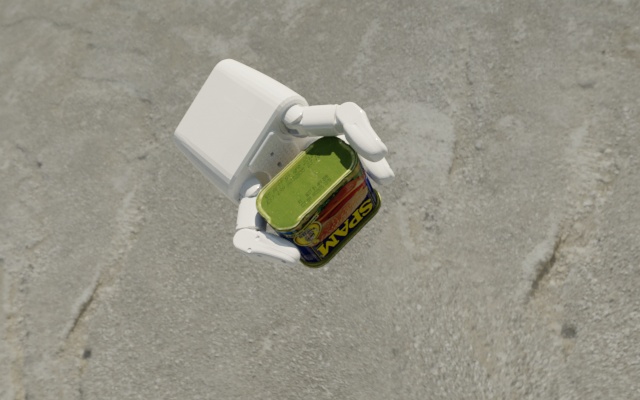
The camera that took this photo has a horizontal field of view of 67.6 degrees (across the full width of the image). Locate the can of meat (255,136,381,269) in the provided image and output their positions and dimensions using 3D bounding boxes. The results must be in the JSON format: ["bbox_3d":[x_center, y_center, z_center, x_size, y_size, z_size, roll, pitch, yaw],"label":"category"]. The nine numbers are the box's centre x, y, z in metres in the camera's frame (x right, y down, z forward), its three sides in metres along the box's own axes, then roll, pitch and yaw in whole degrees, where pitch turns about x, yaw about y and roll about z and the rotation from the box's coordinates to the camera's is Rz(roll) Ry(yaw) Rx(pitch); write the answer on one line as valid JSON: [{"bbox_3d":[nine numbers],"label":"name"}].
[{"bbox_3d":[0.000,0.001,0.434,0.057,0.102,0.084,41,-8,32],"label":"can of meat"}]
